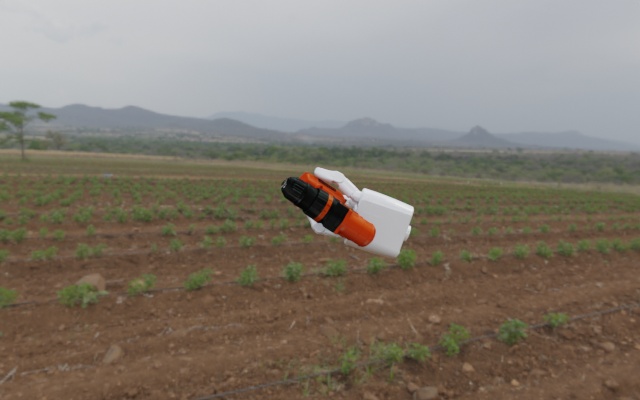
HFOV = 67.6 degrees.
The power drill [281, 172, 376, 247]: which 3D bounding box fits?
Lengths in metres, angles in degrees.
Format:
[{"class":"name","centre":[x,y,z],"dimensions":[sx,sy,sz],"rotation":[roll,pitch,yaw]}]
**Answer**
[{"class":"power drill","centre":[0.000,0.003,0.862],"dimensions":[0.184,0.057,0.187],"rotation":[35,7,-17]}]
